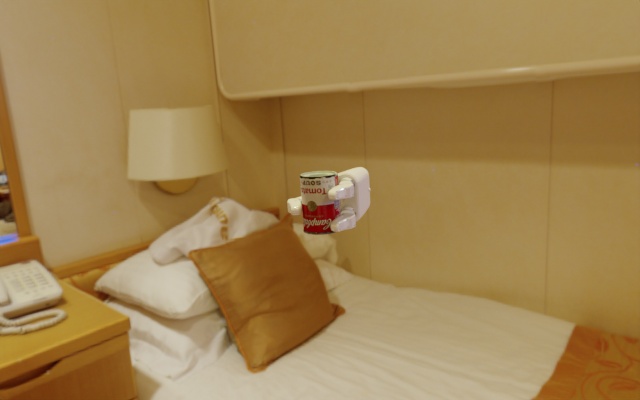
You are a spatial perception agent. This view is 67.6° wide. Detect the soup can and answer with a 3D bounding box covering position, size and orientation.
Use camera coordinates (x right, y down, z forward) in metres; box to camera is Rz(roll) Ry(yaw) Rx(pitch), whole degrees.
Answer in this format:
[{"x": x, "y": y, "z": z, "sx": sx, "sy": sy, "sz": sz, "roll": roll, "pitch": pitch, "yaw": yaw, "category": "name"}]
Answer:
[{"x": 0.000, "y": 0.003, "z": 0.842, "sx": 0.068, "sy": 0.102, "sz": 0.068, "roll": -3, "pitch": 12, "yaw": 1, "category": "soup can"}]
